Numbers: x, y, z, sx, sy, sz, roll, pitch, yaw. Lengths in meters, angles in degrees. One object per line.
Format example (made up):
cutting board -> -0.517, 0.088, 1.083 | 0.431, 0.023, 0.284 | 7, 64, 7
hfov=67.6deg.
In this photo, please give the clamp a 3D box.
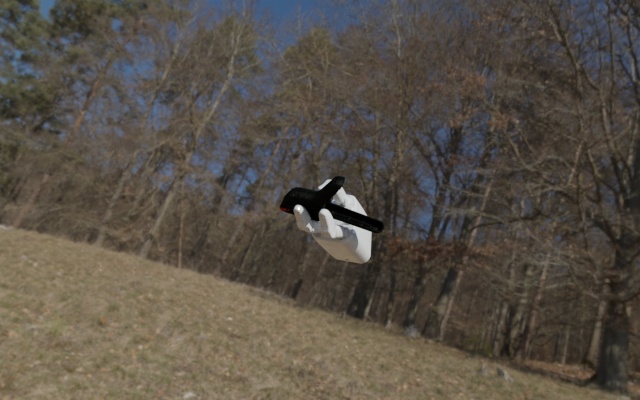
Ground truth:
clamp -> 0.000, 0.002, 0.900 | 0.210, 0.036, 0.165 | 6, -31, 33
